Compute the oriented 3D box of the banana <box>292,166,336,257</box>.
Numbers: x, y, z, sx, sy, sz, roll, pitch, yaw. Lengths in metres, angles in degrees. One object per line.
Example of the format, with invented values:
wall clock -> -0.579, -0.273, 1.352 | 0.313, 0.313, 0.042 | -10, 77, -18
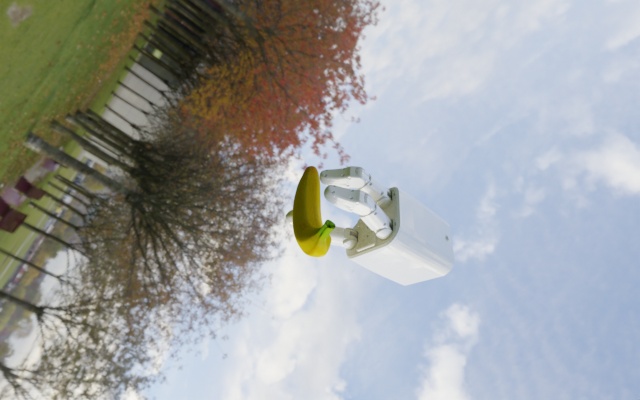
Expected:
banana -> -0.009, 0.018, 0.595 | 0.037, 0.070, 0.197 | 27, 16, -19
